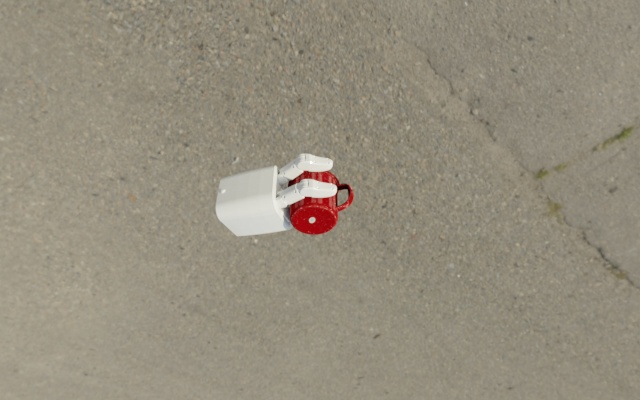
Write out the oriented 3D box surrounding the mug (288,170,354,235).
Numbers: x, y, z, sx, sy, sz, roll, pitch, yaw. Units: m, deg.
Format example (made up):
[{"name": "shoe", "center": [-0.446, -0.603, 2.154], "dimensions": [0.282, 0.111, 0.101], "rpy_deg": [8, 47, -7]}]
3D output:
[{"name": "mug", "center": [0.002, 0.003, 0.820], "dimensions": [0.117, 0.081, 0.093], "rpy_deg": [-11, -43, 11]}]
